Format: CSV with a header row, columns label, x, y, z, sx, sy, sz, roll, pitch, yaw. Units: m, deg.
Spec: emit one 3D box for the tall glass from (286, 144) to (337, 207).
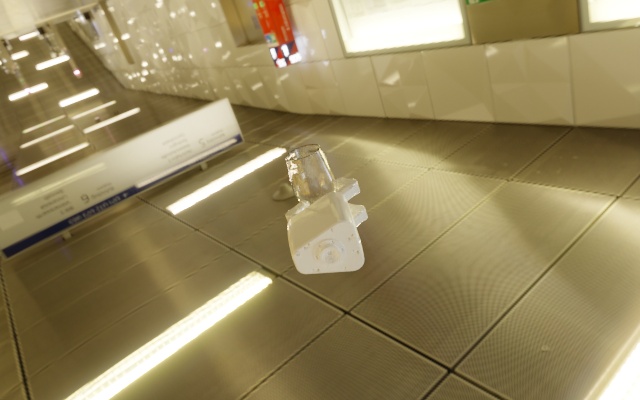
label,x,y,z,sx,sy,sz,roll,pitch,yaw
tall glass,0.000,0.003,0.851,0.079,0.201,0.079,-16,25,8
